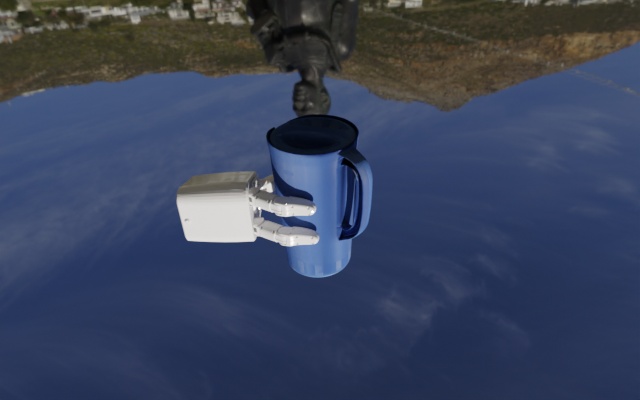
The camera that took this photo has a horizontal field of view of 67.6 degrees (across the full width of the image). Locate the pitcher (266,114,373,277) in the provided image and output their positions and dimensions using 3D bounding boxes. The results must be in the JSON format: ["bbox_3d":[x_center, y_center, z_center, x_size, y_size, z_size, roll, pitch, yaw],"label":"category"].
[{"bbox_3d":[0.000,0.002,0.739,0.145,0.243,0.149,-3,33,0],"label":"pitcher"}]
